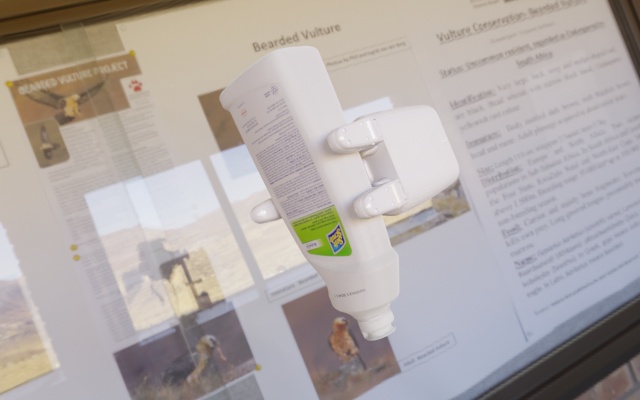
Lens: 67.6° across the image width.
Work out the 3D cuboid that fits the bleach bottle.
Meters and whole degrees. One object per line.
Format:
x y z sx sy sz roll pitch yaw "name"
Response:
0.000 0.001 0.421 0.068 0.251 0.102 -22 0 -42 "bleach bottle"
